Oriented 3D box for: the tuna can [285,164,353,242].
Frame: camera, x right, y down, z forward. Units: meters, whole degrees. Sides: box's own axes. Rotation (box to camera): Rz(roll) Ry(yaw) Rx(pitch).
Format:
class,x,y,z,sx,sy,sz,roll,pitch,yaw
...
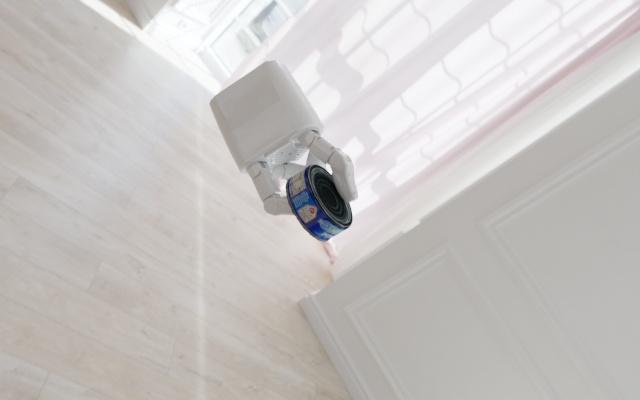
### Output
class,x,y,z,sx,sy,sz,roll,pitch,yaw
tuna can,0.001,0.002,0.549,0.034,0.086,0.086,-32,-14,23
